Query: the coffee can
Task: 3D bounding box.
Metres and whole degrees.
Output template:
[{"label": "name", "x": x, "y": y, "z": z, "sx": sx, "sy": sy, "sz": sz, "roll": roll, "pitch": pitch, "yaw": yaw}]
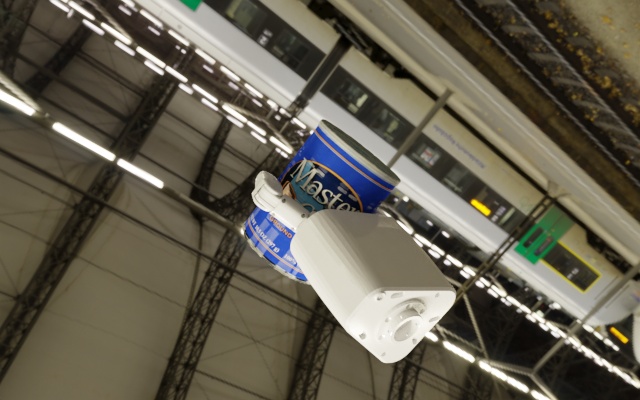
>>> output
[{"label": "coffee can", "x": 0.000, "y": 0.001, "z": 0.501, "sx": 0.103, "sy": 0.140, "sz": 0.102, "roll": 36, "pitch": 12, "yaw": -9}]
